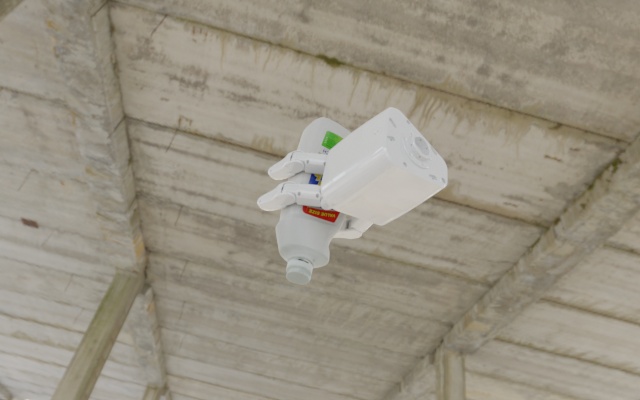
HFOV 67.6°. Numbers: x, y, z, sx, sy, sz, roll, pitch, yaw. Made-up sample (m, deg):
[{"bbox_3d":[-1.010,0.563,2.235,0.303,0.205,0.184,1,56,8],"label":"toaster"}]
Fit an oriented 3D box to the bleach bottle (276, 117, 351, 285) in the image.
[{"bbox_3d":[0.000,0.002,0.645,0.102,0.250,0.068,33,-44,-23],"label":"bleach bottle"}]
